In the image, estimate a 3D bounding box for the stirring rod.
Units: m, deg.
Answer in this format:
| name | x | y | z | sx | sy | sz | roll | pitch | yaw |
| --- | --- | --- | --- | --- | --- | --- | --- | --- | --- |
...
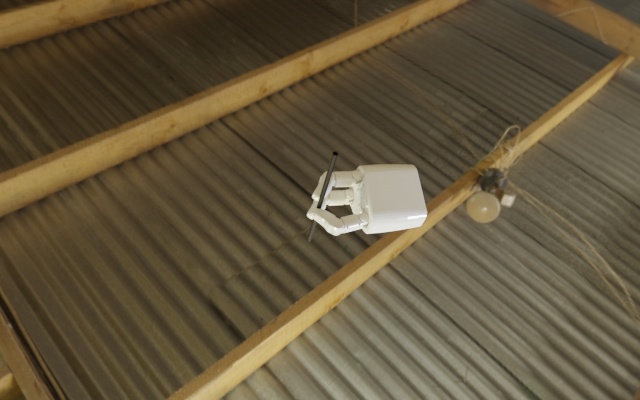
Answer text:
| name | x | y | z | sx | sy | sz | roll | pitch | yaw |
| --- | --- | --- | --- | --- | --- | --- | --- | --- | --- |
| stirring rod | 0.000 | 0.003 | 0.789 | 0.011 | 0.011 | 0.240 | 0 | -36 | -13 |
